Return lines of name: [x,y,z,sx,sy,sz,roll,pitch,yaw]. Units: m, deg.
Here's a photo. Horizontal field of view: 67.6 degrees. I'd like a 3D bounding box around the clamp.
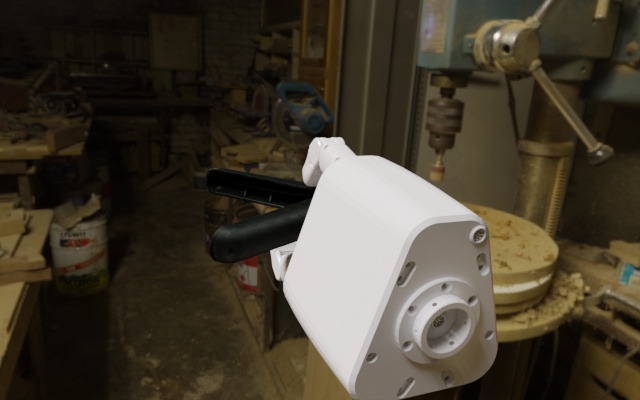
clamp: [0.001,0.001,0.412,0.210,0.036,0.164,-3,21,-21]
